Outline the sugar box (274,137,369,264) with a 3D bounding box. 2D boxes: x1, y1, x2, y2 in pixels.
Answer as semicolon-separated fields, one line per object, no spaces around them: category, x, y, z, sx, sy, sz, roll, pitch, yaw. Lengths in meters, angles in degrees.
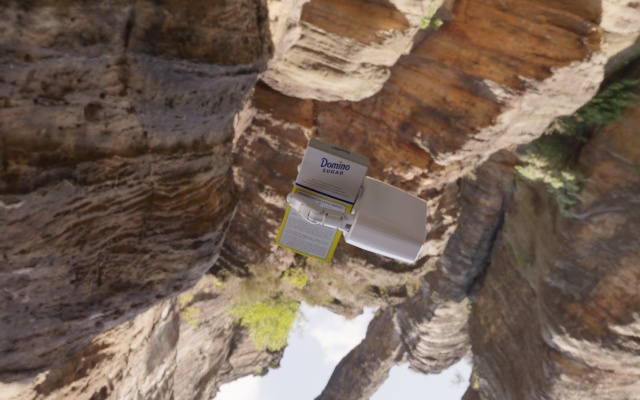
sugar box;0.000;0.002;0.718;0.093;0.176;0.048;20;25;-3
